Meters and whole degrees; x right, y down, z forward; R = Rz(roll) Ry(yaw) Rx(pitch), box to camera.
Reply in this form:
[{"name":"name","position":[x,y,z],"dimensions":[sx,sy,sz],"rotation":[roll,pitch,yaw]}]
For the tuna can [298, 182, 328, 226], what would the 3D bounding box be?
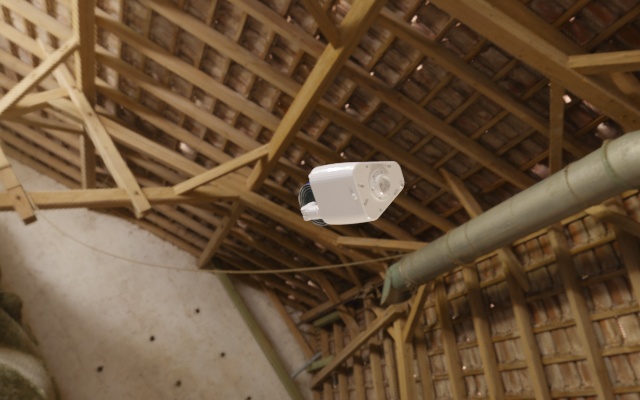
[{"name":"tuna can","position":[0.000,0.003,0.897],"dimensions":[0.086,0.086,0.033],"rotation":[0,24,47]}]
